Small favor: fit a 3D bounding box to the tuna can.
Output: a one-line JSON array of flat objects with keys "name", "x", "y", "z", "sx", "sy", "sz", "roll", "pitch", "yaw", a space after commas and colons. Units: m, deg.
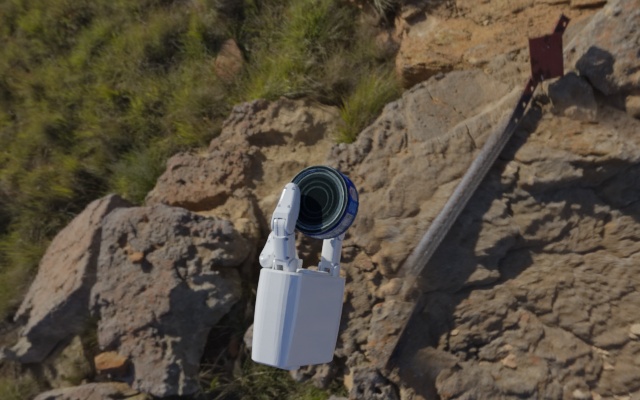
[{"name": "tuna can", "x": 0.000, "y": 0.002, "z": 0.566, "sx": 0.086, "sy": 0.086, "sz": 0.034, "roll": 0, "pitch": -12, "yaw": 26}]
